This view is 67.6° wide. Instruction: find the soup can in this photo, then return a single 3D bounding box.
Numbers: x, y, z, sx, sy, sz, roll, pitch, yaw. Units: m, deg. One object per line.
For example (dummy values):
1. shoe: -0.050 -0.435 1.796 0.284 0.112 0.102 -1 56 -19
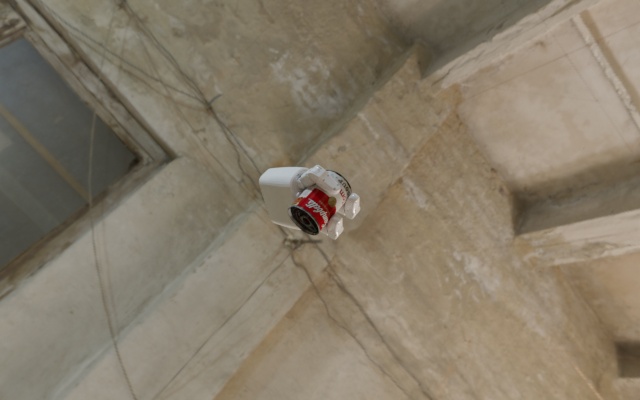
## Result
1. soup can: 0.001 0.003 0.841 0.068 0.068 0.102 0 41 51
